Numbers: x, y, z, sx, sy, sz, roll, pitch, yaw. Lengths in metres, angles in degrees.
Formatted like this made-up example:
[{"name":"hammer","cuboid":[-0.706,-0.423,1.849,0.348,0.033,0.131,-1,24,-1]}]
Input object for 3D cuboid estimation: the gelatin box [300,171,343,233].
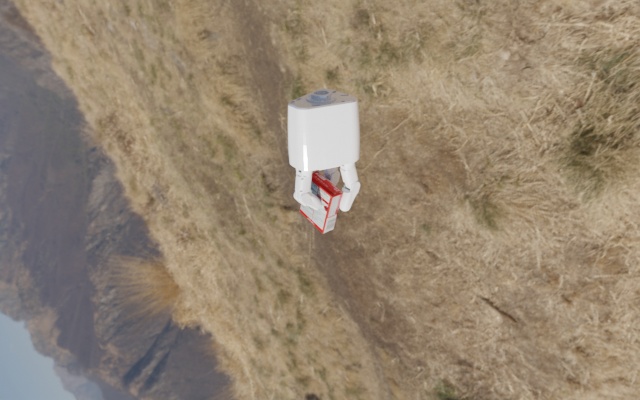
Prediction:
[{"name":"gelatin box","cuboid":[0.000,0.003,0.866,0.030,0.089,0.073,-20,47,-36]}]
